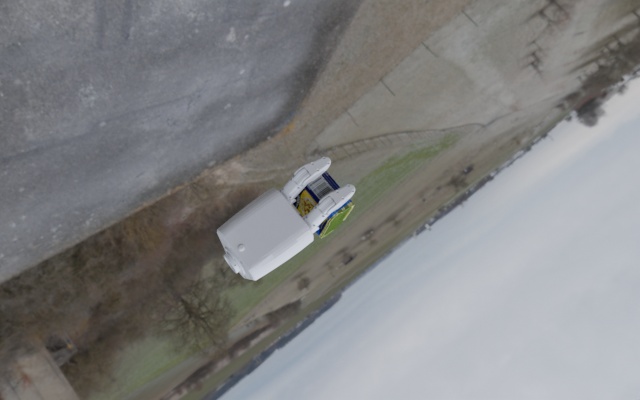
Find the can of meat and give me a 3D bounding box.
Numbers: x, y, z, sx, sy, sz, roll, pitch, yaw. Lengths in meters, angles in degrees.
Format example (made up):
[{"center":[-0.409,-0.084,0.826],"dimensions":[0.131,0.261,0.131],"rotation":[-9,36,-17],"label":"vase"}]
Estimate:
[{"center":[0.000,0.003,0.743],"dimensions":[0.057,0.084,0.102],"rotation":[-35,-12,-22],"label":"can of meat"}]
